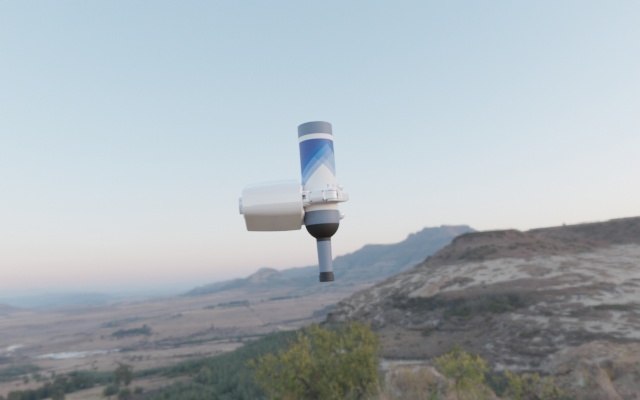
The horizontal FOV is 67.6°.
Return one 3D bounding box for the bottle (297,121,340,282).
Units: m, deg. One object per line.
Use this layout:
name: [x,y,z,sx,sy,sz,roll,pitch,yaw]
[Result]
bottle: [0.000,0.003,0.894,0.069,0.295,0.069,-4,-8,-1]
